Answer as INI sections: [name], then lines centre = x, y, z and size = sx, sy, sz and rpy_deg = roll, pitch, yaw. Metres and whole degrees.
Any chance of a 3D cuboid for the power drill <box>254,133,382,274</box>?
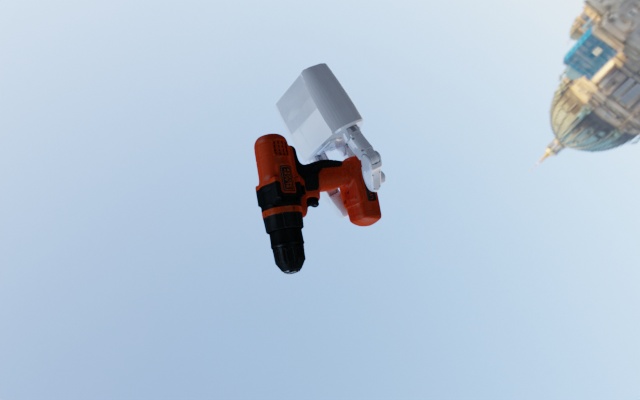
[power drill]
centre = 0.000, 0.002, 0.658
size = 0.187, 0.184, 0.057
rpy_deg = 0, -14, -42
